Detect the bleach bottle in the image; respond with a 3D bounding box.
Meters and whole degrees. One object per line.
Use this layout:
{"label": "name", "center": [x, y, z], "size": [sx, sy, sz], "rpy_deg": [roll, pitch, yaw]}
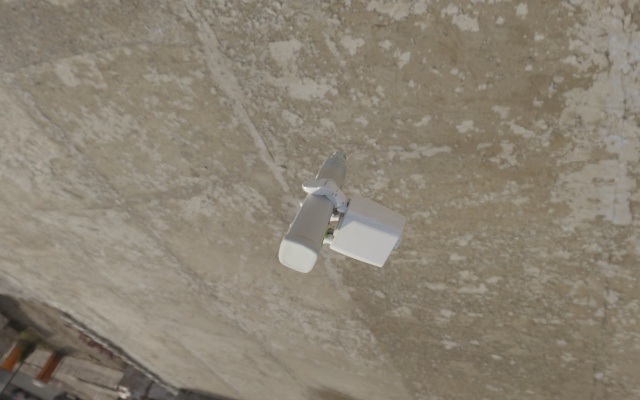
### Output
{"label": "bleach bottle", "center": [0.000, 0.003, 0.877], "size": [0.068, 0.250, 0.103], "rpy_deg": [22, -34, 1]}
